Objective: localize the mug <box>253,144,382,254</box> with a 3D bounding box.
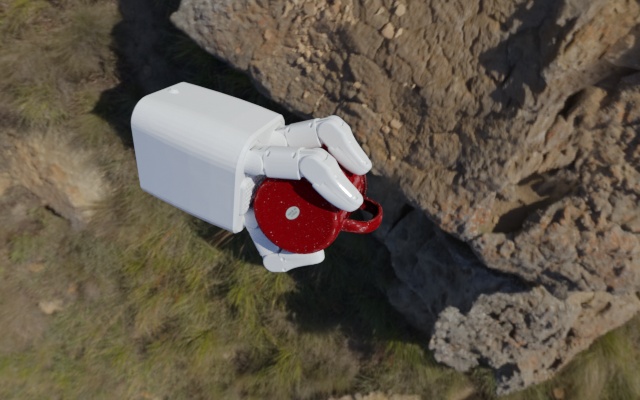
[{"bbox_3d":[0.001,0.002,0.445,0.117,0.093,0.081,22,30,8],"label":"mug"}]
